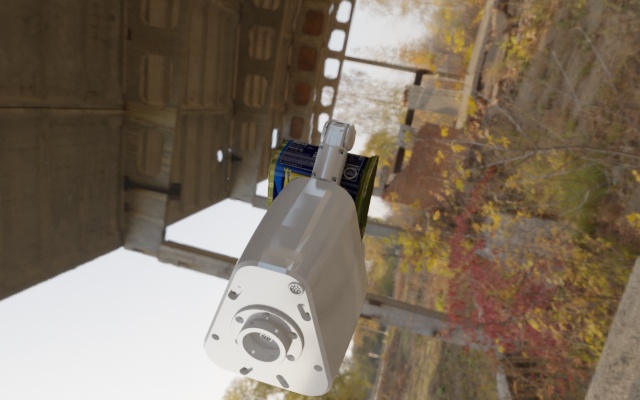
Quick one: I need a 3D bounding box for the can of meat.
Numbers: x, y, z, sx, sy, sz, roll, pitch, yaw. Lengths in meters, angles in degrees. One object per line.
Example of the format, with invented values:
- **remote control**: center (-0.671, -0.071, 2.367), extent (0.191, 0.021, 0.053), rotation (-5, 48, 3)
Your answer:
- **can of meat**: center (0.000, 0.001, 0.425), extent (0.084, 0.102, 0.057), rotation (14, 35, 10)
